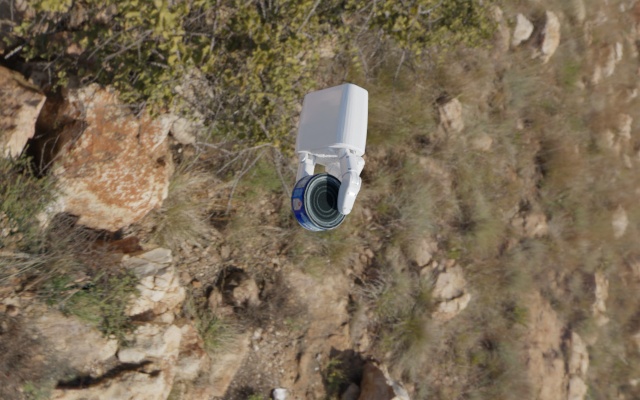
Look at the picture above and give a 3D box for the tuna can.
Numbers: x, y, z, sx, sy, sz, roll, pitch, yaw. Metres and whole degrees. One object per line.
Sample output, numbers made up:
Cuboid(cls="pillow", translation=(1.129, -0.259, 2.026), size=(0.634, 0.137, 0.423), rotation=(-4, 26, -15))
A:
Cuboid(cls="tuna can", translation=(0.000, 0.002, 0.712), size=(0.086, 0.086, 0.034), rotation=(0, -4, -37))
